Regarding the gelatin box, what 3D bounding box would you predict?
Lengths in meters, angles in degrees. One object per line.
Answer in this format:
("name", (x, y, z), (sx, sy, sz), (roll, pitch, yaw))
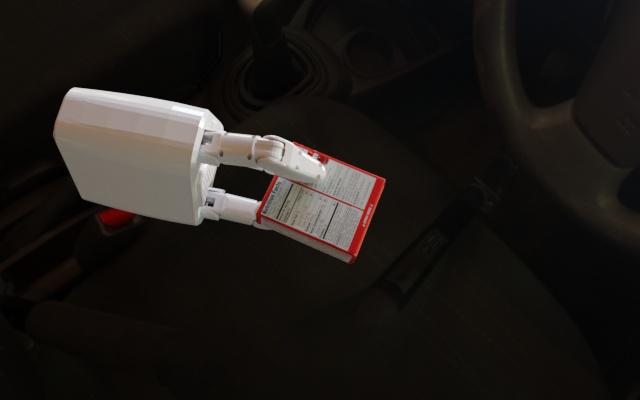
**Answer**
("gelatin box", (0.000, 0.001, 0.401), (0.089, 0.073, 0.030), (22, -21, 3))
